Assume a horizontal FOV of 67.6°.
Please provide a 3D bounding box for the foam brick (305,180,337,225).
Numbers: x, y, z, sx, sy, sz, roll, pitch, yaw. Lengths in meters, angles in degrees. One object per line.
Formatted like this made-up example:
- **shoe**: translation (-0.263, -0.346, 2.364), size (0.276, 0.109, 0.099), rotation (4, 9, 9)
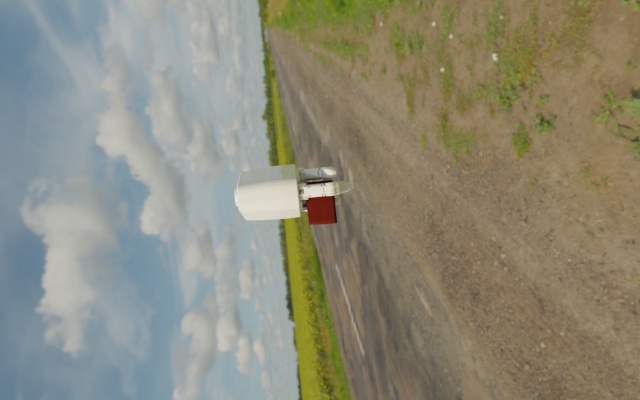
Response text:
- **foam brick**: translation (0.000, 0.003, 0.871), size (0.051, 0.078, 0.053), rotation (-6, 4, -1)
